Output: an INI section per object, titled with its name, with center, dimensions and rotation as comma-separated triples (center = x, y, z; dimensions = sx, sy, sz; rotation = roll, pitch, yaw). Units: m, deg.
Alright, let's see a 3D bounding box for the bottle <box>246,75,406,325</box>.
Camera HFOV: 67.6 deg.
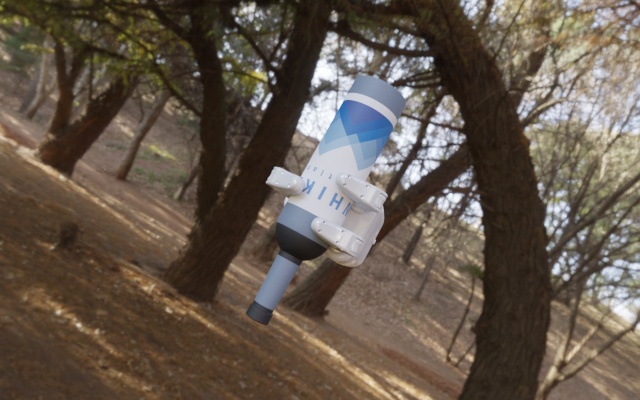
[bottle]
center = 0.000, 0.002, 0.539
dimensions = 0.069, 0.295, 0.069
rotation = 28, -7, 4
